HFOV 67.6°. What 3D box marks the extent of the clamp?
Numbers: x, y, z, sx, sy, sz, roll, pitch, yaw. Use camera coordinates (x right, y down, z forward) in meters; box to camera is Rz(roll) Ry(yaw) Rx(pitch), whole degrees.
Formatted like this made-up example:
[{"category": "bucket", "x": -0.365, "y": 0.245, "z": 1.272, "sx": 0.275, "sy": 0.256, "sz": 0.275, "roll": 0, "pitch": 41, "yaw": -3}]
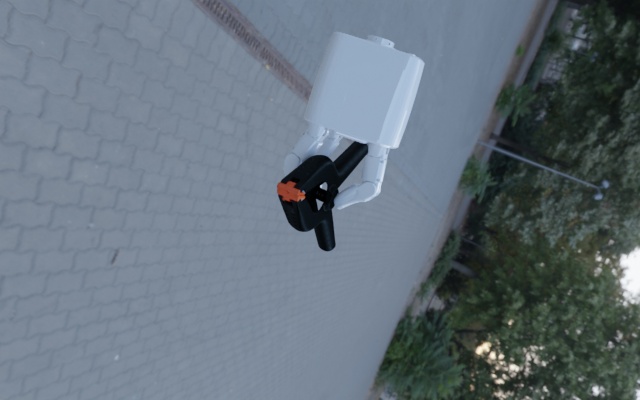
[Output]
[{"category": "clamp", "x": 0.001, "y": 0.002, "z": 0.602, "sx": 0.036, "sy": 0.164, "sz": 0.210, "roll": 20, "pitch": 13, "yaw": 20}]
